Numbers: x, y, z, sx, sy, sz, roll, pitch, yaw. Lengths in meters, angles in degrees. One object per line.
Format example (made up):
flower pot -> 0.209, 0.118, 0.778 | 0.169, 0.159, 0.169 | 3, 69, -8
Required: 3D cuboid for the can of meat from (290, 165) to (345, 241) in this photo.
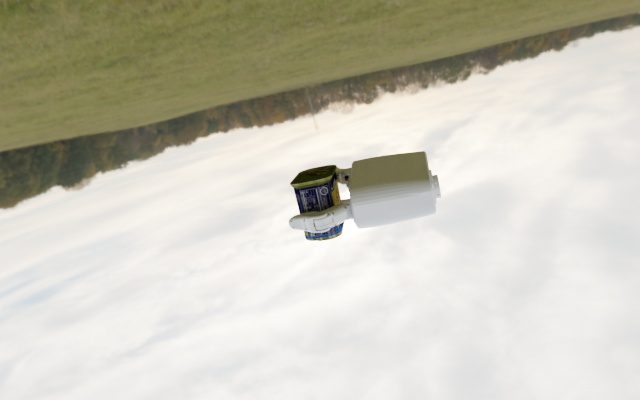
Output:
can of meat -> 0.000, 0.003, 0.669 | 0.057, 0.084, 0.102 | -10, 13, 10
